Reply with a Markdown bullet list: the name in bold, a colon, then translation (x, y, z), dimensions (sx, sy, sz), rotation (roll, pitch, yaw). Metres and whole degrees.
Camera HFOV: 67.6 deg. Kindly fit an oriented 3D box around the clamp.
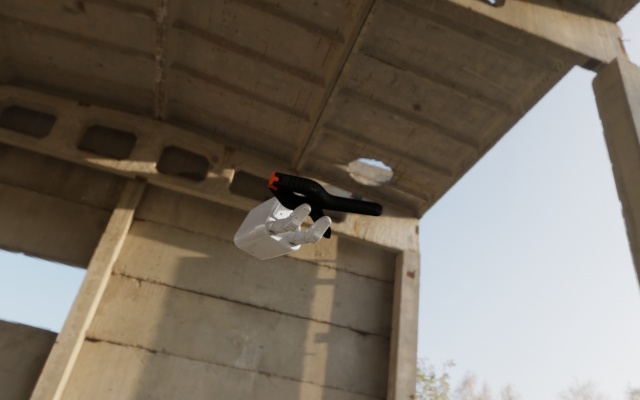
- **clamp**: translation (0.000, 0.002, 0.888), dimensions (0.164, 0.036, 0.210), rotation (-23, -44, 40)
